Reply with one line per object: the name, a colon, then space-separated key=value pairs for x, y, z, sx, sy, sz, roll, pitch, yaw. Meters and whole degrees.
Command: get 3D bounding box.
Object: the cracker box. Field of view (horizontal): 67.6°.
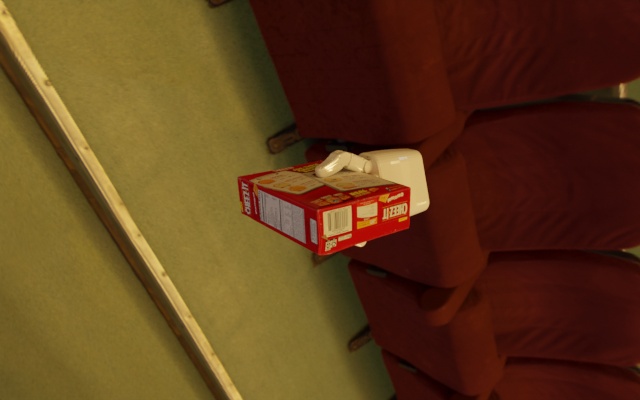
cracker box: x=0.000 y=0.002 z=0.709 sx=0.164 sy=0.072 sz=0.213 roll=-14 pitch=21 yaw=-34
